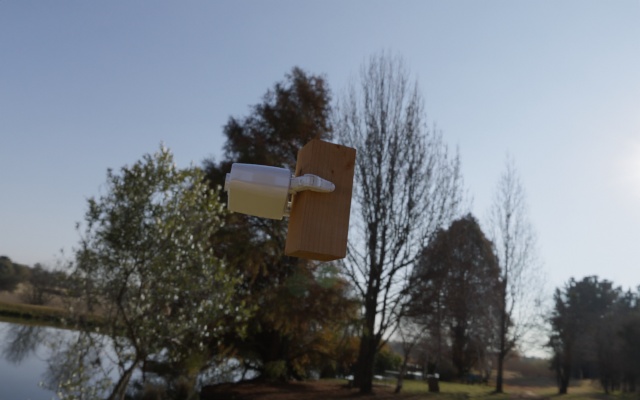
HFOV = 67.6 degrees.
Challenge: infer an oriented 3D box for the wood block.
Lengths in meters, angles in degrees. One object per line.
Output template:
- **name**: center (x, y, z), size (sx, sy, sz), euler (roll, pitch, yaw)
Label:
- **wood block**: center (0.000, 0.003, 0.888), size (0.090, 0.206, 0.091), euler (12, -15, -20)
